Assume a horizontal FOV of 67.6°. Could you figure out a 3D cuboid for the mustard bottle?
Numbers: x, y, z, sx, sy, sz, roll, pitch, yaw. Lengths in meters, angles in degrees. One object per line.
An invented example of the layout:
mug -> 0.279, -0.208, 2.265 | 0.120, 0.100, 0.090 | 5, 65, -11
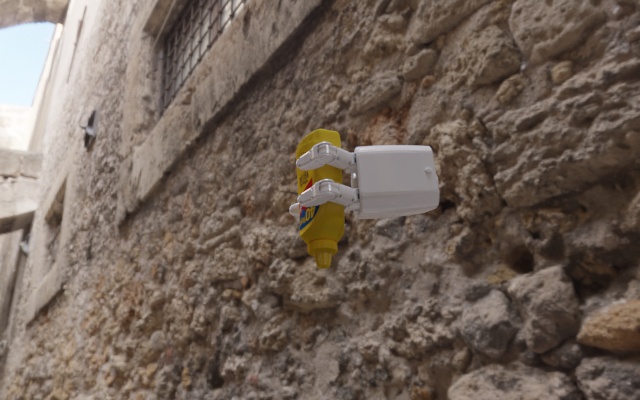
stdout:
mustard bottle -> 0.000, 0.002, 0.679 | 0.058, 0.191, 0.096 | 8, -26, -24
